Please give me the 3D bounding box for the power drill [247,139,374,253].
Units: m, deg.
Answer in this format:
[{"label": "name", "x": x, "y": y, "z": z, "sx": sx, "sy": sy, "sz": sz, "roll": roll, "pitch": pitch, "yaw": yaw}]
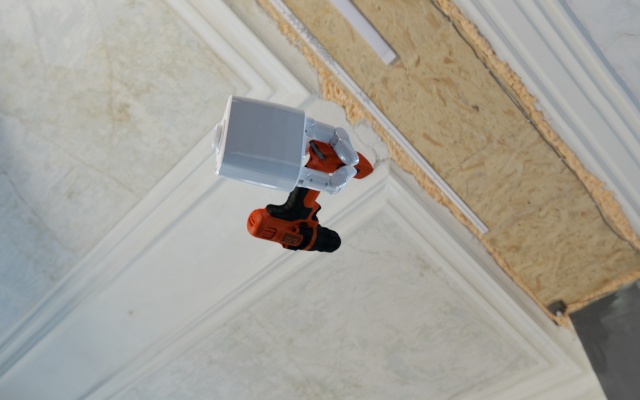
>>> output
[{"label": "power drill", "x": 0.000, "y": 0.002, "z": 0.753, "sx": 0.184, "sy": 0.188, "sz": 0.057, "roll": 17, "pitch": 26, "yaw": -41}]
